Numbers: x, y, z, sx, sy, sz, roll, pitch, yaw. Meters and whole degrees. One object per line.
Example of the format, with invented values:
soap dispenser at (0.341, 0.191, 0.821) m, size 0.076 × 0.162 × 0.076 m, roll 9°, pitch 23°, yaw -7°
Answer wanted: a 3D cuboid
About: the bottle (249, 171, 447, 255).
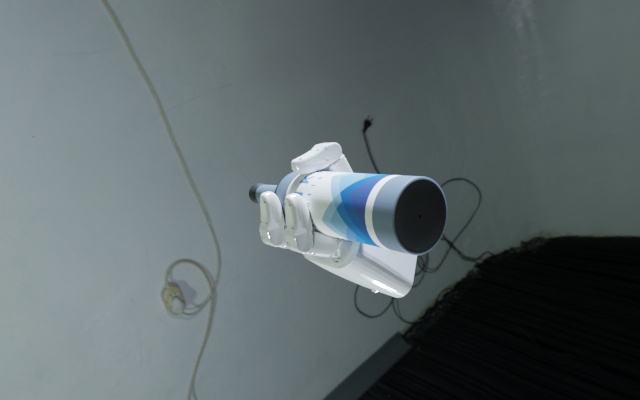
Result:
bottle at (0.000, 0.002, 0.518) m, size 0.069 × 0.069 × 0.295 m, roll 0°, pitch 4°, yaw -35°
